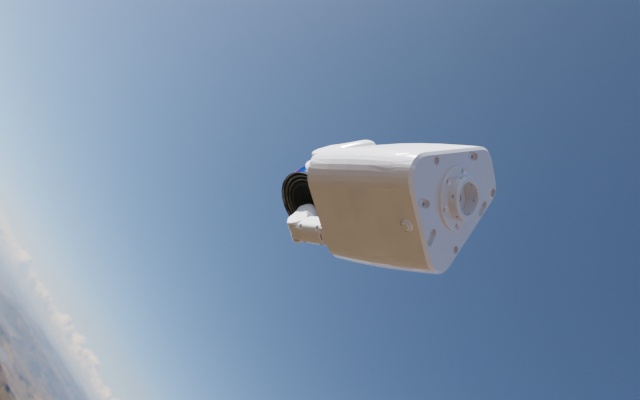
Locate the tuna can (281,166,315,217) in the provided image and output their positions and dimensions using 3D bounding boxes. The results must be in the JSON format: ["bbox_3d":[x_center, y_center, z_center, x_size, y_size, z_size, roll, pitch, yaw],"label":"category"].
[{"bbox_3d":[0.000,0.001,0.514,0.086,0.086,0.033,0,27,48],"label":"tuna can"}]
